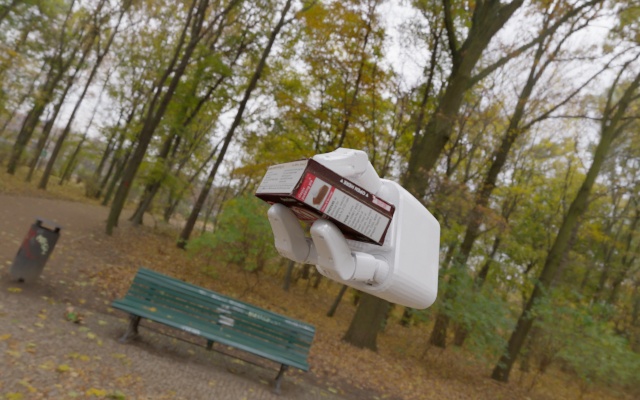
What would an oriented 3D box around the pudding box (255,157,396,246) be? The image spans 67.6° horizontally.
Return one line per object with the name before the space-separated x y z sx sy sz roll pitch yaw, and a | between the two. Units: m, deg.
pudding box | 0.000 0.001 0.421 0.090 0.039 0.113 28 -11 -20
